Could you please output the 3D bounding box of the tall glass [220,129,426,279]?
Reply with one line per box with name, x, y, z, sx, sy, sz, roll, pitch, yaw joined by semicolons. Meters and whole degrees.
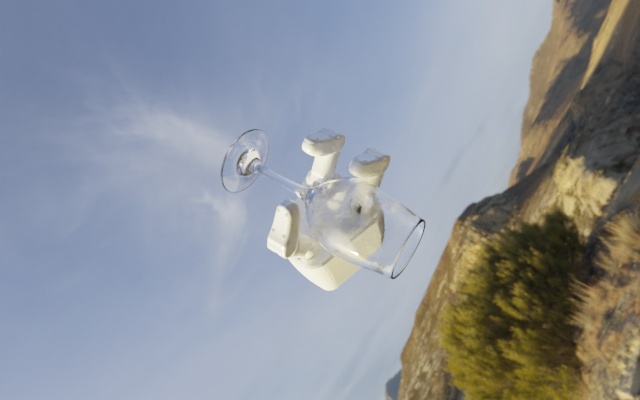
tall glass;-0.001;0.001;0.473;0.201;0.079;0.079;28;12;23
